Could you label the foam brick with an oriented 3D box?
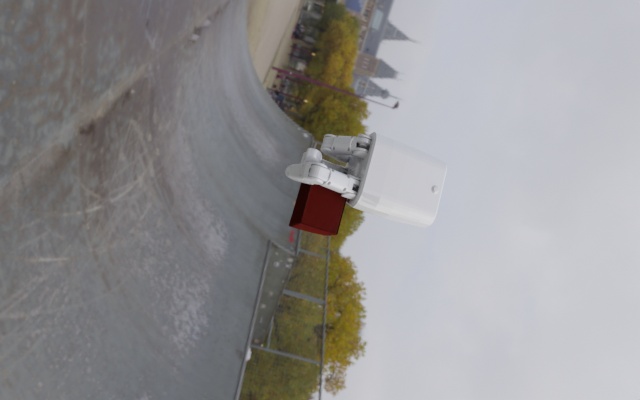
[{"bbox_3d":[0.000,0.002,0.607,0.051,0.078,0.053,19,-11,-17],"label":"foam brick"}]
